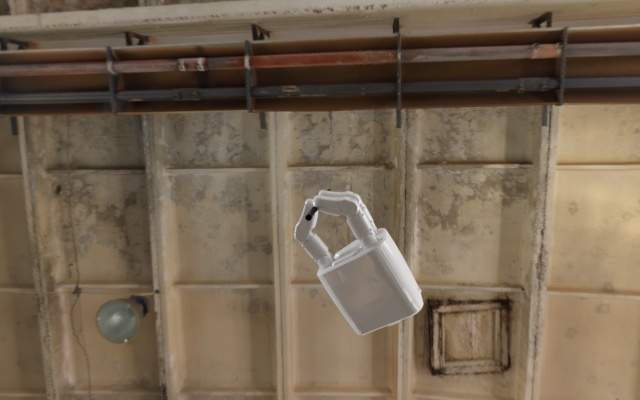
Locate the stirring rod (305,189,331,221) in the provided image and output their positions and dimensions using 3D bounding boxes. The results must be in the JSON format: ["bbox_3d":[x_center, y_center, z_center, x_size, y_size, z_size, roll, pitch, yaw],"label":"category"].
[{"bbox_3d":[0.000,0.002,0.682,0.011,0.011,0.239,0,9,7],"label":"stirring rod"}]
